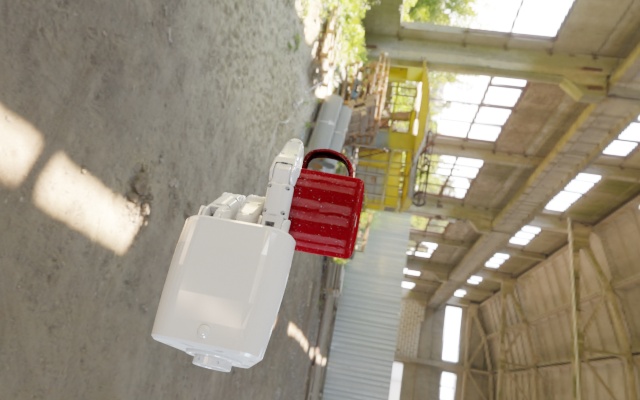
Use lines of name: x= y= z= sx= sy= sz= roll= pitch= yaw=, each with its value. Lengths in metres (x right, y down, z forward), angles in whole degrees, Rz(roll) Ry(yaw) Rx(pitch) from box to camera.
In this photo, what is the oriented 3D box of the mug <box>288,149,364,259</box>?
mug: x=0.001 y=0.000 z=0.482 sx=0.081 sy=0.117 sz=0.093 roll=10 pitch=-24 yaw=8
